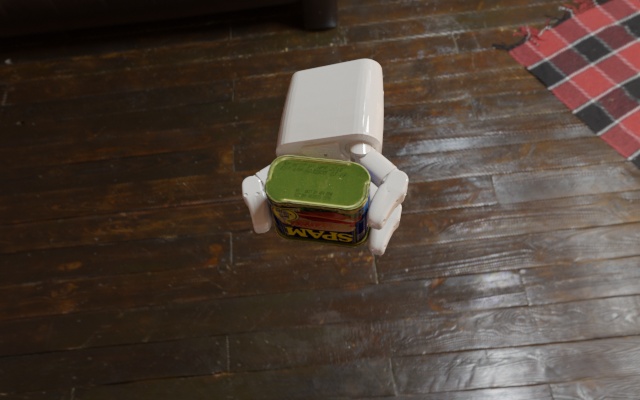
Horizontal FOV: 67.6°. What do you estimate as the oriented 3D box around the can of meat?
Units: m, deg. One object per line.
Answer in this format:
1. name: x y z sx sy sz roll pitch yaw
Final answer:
1. can of meat: 0.000 0.001 0.472 0.102 0.057 0.084 6 -27 8
